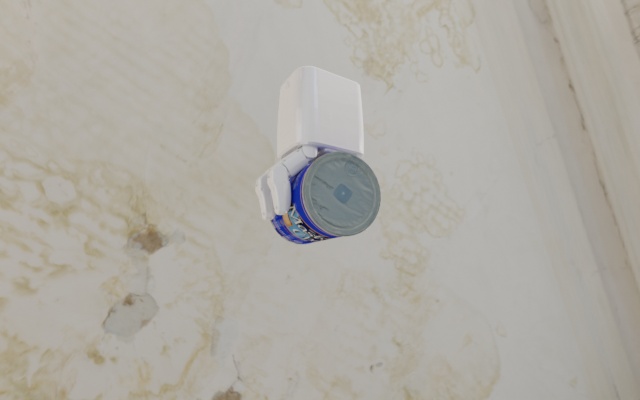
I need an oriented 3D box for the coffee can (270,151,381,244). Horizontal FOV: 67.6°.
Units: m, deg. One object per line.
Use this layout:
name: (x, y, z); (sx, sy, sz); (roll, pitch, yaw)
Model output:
coffee can: (0.000, 0.002, 0.628); (0.103, 0.103, 0.140); (0, -9, -24)
